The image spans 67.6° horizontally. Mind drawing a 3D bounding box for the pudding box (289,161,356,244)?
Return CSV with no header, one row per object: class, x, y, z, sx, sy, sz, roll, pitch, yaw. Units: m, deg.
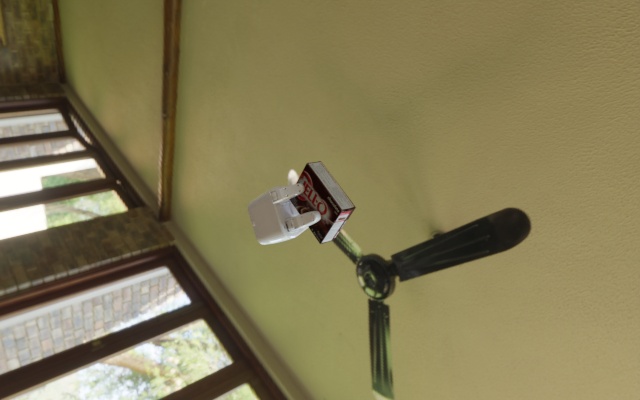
pudding box,0.000,0.003,0.817,0.039,0.113,0.090,-16,-32,-40
